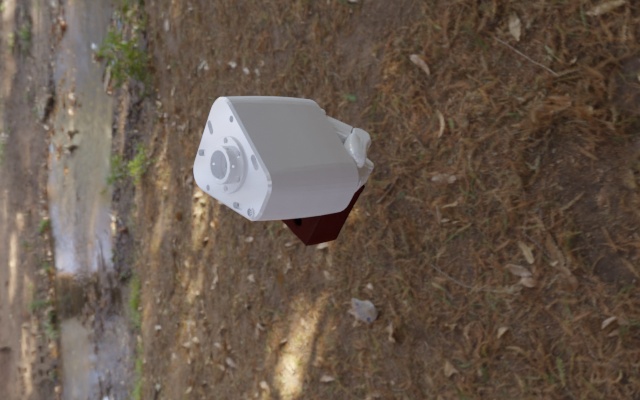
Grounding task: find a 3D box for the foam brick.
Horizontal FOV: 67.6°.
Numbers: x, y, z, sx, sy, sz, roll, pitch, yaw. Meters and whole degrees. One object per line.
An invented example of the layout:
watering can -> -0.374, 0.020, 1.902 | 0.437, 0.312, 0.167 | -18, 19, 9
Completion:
foam brick -> 0.000, 0.002, 0.516 | 0.051, 0.078, 0.053 | -10, 45, -47
